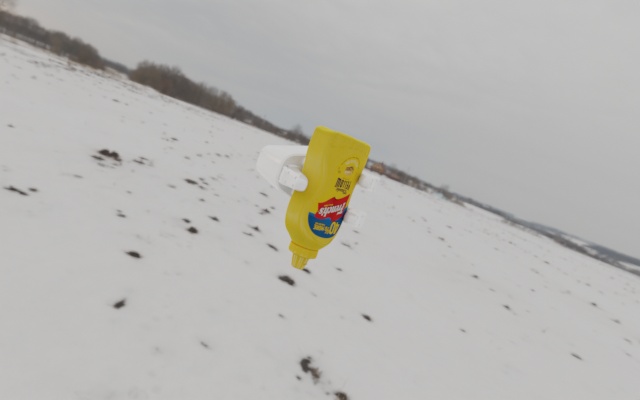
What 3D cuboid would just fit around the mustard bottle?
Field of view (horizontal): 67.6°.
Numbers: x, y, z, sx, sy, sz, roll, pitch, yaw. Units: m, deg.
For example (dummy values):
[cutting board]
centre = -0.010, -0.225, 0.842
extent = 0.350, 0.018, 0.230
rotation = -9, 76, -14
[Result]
[mustard bottle]
centre = 0.000, 0.002, 0.644
extent = 0.058, 0.191, 0.096
rotation = 25, 8, 35
